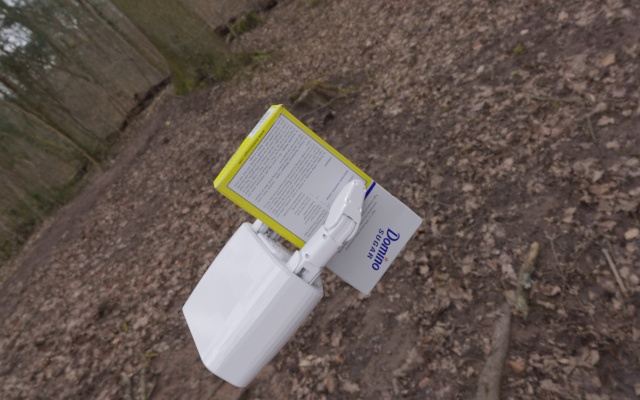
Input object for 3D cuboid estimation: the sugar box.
[{"bbox_3d":[0.000,0.001,0.445,0.176,0.093,0.048,38,-2,-19],"label":"sugar box"}]
